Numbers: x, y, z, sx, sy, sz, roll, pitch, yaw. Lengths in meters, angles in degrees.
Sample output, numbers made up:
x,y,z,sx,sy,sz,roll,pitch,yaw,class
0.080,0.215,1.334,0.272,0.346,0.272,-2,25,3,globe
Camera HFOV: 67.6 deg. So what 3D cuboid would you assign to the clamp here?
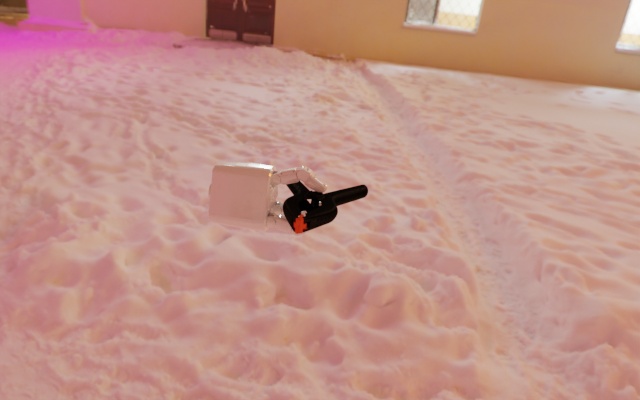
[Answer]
x,y,z,sx,sy,sz,roll,pitch,yaw,class
0.000,0.002,0.846,0.164,0.036,0.210,6,23,5,clamp
